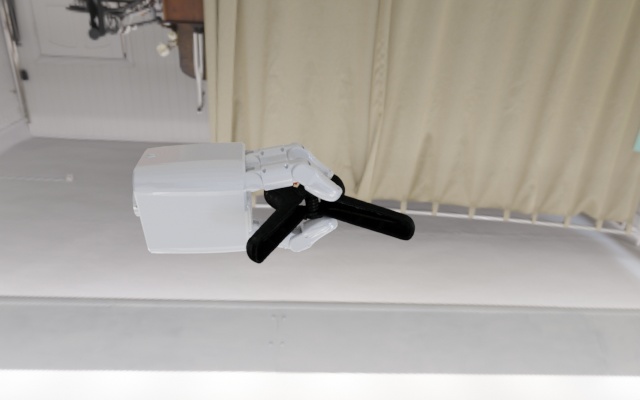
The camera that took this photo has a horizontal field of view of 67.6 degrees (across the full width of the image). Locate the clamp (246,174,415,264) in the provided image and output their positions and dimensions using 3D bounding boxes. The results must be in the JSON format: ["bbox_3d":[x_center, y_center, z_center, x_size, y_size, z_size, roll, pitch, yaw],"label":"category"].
[{"bbox_3d":[0.000,0.002,0.529,0.164,0.036,0.210,-4,24,-8],"label":"clamp"}]
